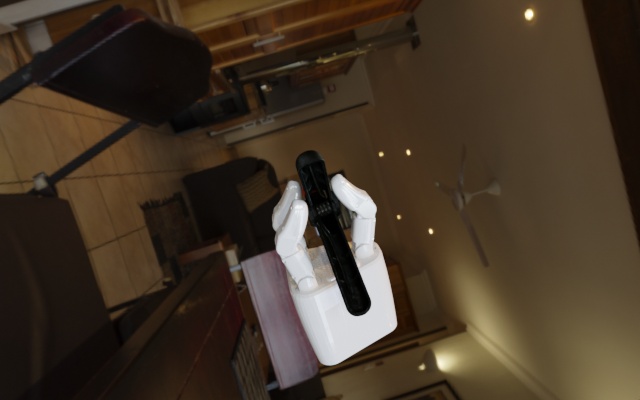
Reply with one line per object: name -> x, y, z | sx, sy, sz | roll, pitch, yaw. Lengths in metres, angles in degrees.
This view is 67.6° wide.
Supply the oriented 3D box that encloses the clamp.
clamp -> 0.001, 0.001, 0.508 | 0.036, 0.165, 0.210 | -19, 24, -2
